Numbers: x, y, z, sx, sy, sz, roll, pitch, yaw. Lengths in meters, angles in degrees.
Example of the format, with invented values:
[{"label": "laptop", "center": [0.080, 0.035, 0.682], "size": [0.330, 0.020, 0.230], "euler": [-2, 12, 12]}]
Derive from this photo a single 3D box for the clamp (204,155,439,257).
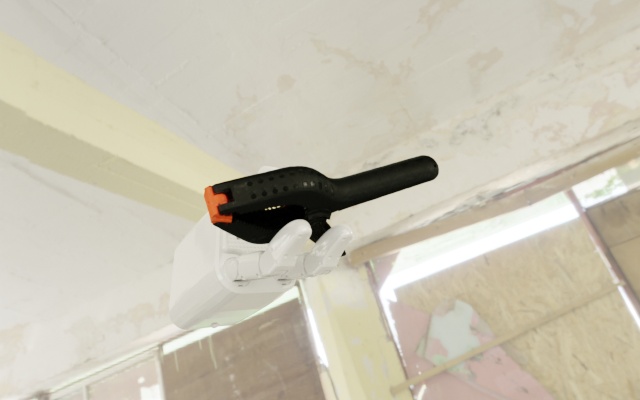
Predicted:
[{"label": "clamp", "center": [-0.001, 0.001, 0.429], "size": [0.210, 0.036, 0.165], "euler": [9, -41, -45]}]
